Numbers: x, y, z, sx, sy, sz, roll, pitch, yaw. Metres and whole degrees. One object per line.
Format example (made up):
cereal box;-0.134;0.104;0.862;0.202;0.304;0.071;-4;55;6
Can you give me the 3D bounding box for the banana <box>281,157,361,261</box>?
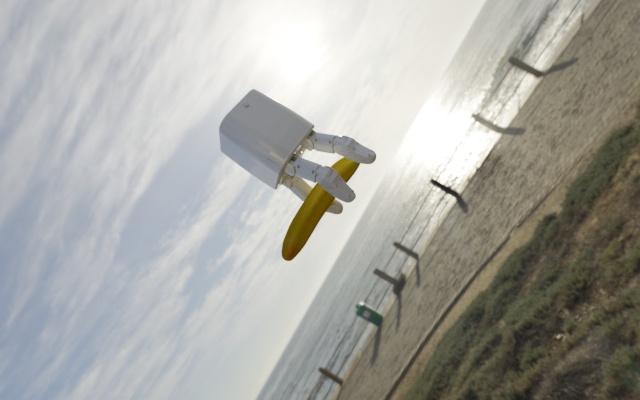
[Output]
banana;-0.002;0.003;0.681;0.037;0.197;0.069;37;-15;-4
